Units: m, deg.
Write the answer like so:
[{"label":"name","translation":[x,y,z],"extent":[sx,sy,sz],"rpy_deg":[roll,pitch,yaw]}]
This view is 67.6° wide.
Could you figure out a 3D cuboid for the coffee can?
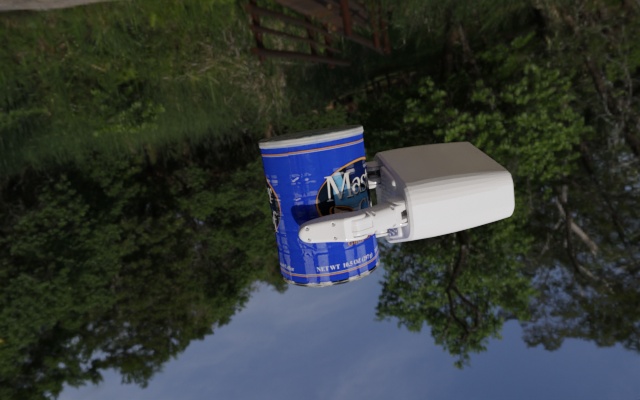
[{"label":"coffee can","translation":[0.000,0.001,0.479],"extent":[0.103,0.140,0.103],"rpy_deg":[-8,11,2]}]
